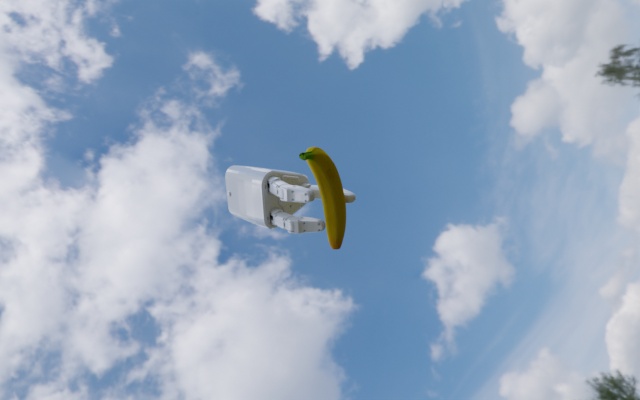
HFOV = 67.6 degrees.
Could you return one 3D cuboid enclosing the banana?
[{"bbox_3d":[0.009,-0.012,0.749,0.037,0.198,0.069,10,46,35],"label":"banana"}]
